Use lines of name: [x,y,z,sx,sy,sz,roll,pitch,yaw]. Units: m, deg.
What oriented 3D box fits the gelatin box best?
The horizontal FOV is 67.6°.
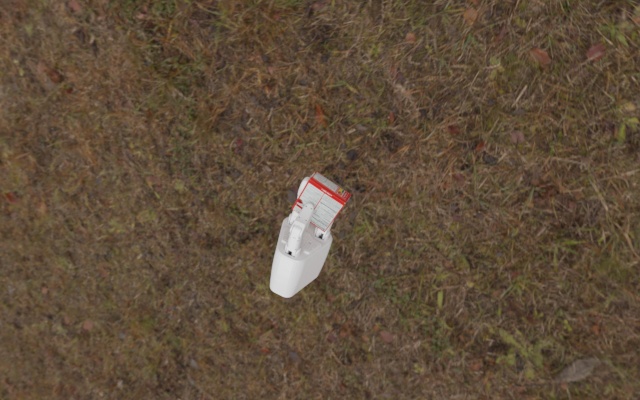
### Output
gelatin box: [0.000,0.003,0.822,0.073,0.089,0.030,34,44,1]
